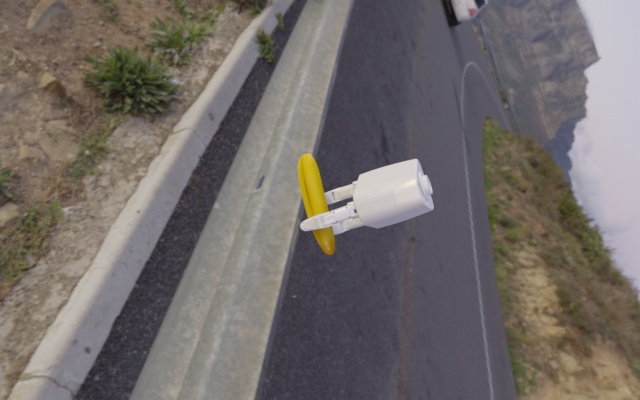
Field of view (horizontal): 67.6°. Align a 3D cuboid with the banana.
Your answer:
[{"bbox_3d":[-0.007,-0.005,0.829,0.037,0.197,0.070,-18,-22,16],"label":"banana"}]
